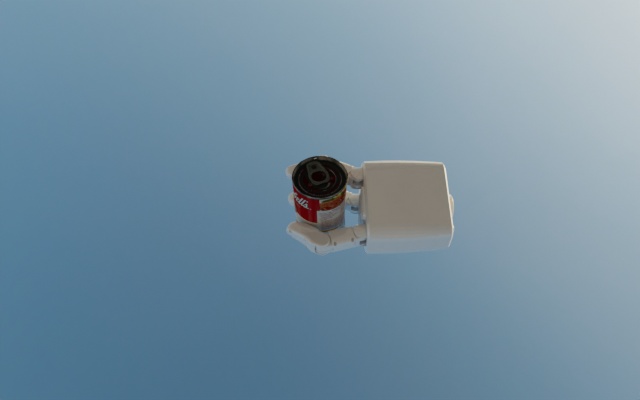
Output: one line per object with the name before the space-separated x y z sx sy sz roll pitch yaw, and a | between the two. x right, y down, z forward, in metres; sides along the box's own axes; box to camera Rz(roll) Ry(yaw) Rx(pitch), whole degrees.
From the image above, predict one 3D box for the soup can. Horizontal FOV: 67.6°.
soup can | 0.000 0.002 0.610 0.068 0.068 0.102 0 -38 1
